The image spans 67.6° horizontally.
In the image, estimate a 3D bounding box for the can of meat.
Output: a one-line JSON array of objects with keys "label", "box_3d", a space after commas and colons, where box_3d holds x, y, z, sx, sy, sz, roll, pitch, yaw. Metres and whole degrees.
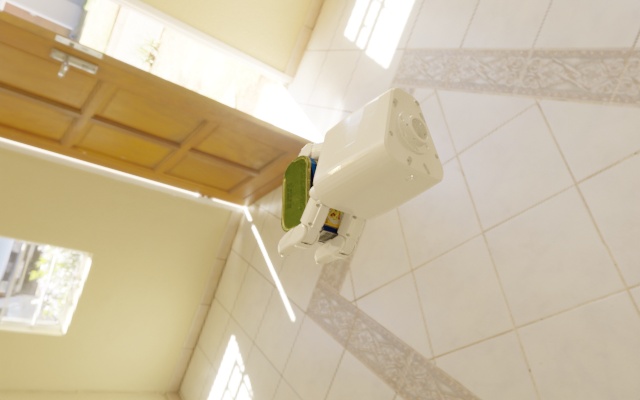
[{"label": "can of meat", "box_3d": [0.000, 0.002, 0.597, 0.084, 0.102, 0.057, 19, -30, -37]}]
